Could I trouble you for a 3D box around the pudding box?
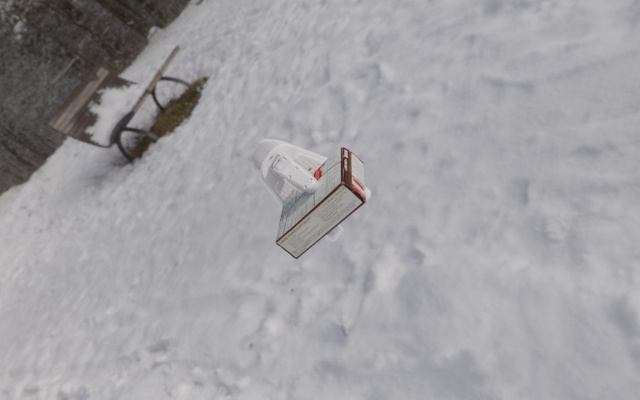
[{"bbox_3d":[0.000,0.002,0.550,0.039,0.113,0.090,37,27,-20],"label":"pudding box"}]
